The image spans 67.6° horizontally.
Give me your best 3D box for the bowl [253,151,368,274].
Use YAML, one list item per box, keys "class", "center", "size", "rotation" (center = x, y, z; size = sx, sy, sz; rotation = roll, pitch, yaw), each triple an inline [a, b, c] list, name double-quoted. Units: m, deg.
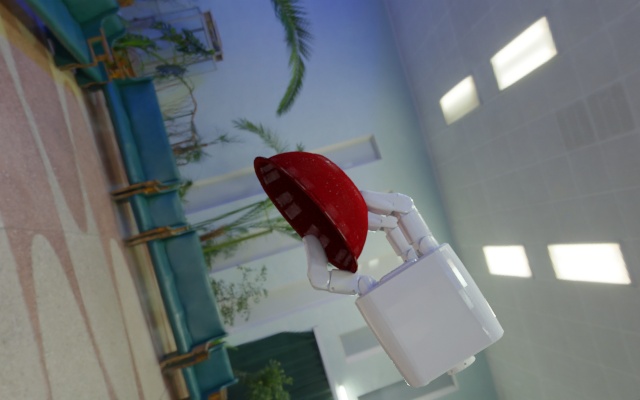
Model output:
- class: "bowl"
  center: [0.000, 0.000, 0.516]
  size: [0.055, 0.162, 0.162]
  rotation: [-42, 13, -16]
